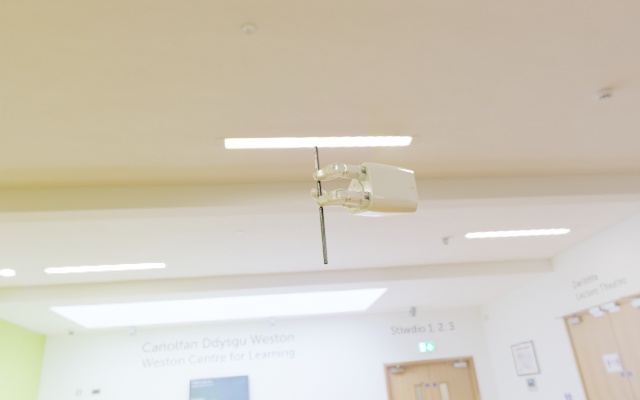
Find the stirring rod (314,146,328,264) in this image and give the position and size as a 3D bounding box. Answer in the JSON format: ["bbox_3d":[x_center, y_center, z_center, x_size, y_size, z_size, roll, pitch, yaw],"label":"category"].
[{"bbox_3d":[0.000,0.003,0.898,0.011,0.239,0.011,-4,-23,-2],"label":"stirring rod"}]
